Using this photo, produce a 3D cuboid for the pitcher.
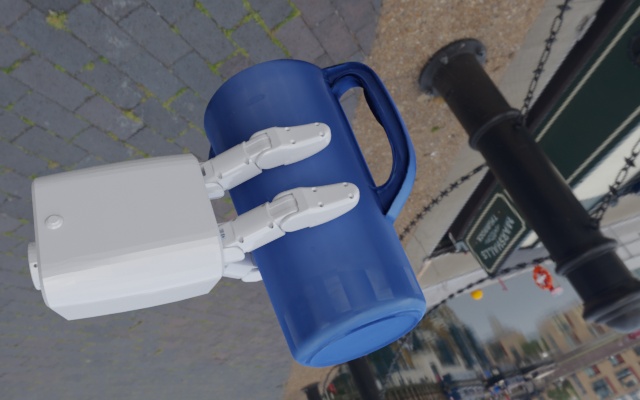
[{"bbox_3d":[0.000,0.001,0.406,0.145,0.242,0.149,-9,-32,-25],"label":"pitcher"}]
